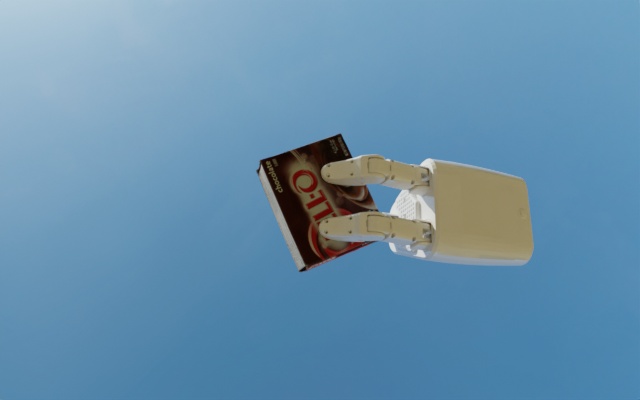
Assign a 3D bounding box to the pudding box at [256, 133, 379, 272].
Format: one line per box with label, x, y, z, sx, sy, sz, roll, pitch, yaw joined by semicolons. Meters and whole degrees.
pudding box;0.000;0.002;0.466;0.090;0.113;0.039;-21;-12;-22
